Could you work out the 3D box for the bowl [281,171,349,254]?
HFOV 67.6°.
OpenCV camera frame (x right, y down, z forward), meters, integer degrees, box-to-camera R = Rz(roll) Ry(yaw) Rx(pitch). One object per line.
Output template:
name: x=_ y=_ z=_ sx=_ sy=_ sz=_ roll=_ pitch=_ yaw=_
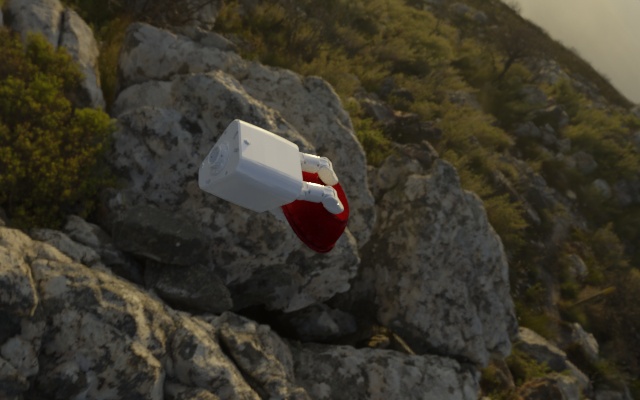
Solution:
bowl: x=0.001 y=0.003 z=0.787 sx=0.055 sy=0.162 sz=0.162 roll=-26 pitch=-12 yaw=25
